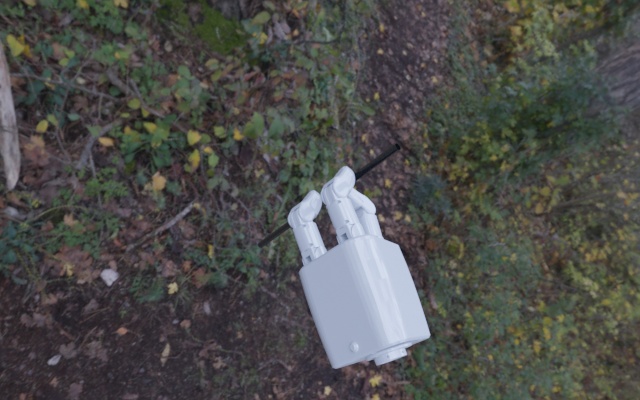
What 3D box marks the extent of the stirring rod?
[{"bbox_3d":[0.000,0.002,0.560,0.239,0.011,0.011,-36,-23,35],"label":"stirring rod"}]
